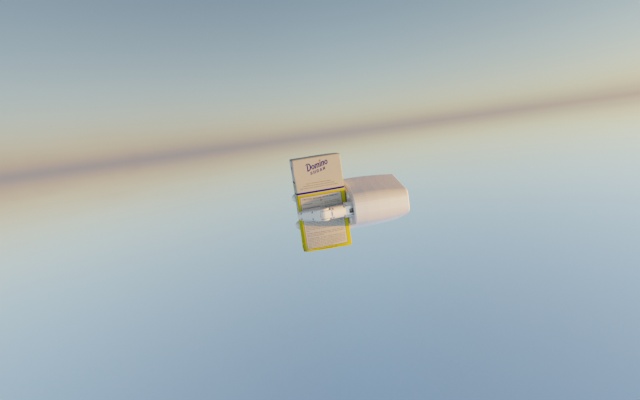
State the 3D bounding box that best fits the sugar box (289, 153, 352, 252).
[{"bbox_3d":[0.000,0.003,0.899,0.093,0.176,0.048,-9,8,-8],"label":"sugar box"}]
